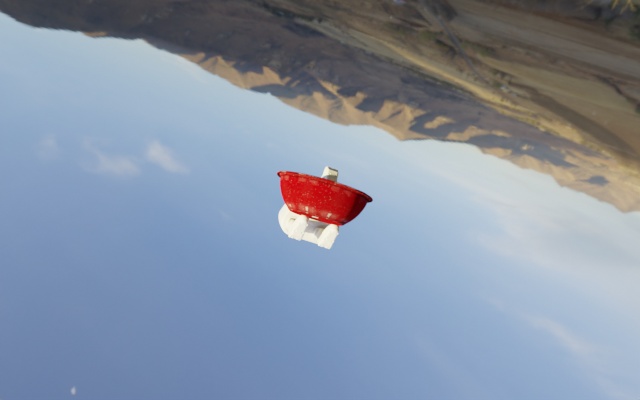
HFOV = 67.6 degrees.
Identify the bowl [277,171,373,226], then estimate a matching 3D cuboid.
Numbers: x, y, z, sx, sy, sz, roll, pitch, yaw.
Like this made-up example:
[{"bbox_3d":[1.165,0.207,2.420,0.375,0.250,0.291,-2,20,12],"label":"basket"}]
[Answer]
[{"bbox_3d":[0.000,0.003,0.770,0.162,0.055,0.162,16,-7,2],"label":"bowl"}]
